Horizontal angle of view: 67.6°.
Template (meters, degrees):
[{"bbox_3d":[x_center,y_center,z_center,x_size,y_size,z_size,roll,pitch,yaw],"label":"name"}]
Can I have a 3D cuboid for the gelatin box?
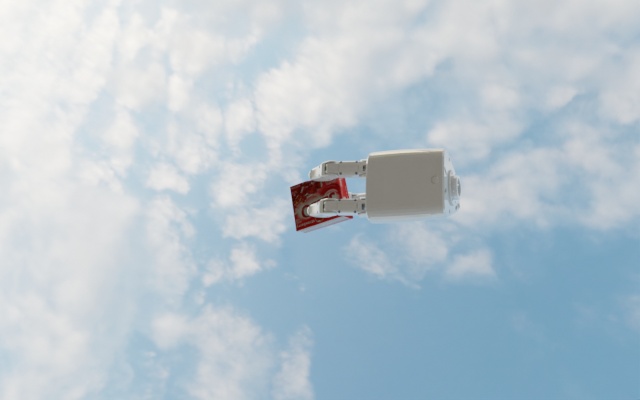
[{"bbox_3d":[0.000,0.003,0.724,0.089,0.073,0.030,-19,-20,28],"label":"gelatin box"}]
